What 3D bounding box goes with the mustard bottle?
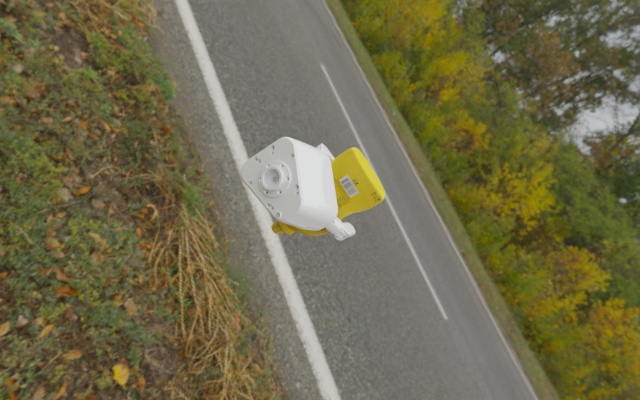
[{"bbox_3d":[0.000,0.002,0.768,0.192,0.096,0.058,-31,5,18],"label":"mustard bottle"}]
